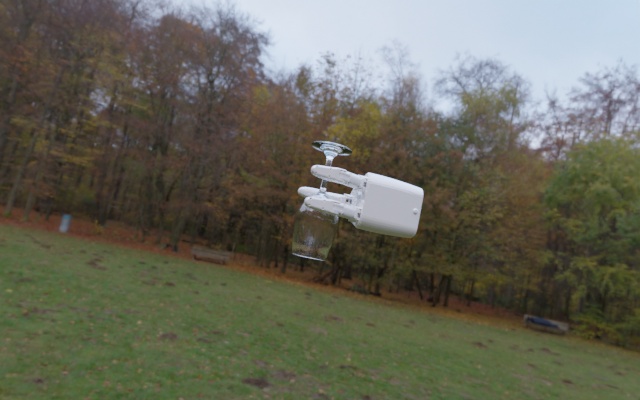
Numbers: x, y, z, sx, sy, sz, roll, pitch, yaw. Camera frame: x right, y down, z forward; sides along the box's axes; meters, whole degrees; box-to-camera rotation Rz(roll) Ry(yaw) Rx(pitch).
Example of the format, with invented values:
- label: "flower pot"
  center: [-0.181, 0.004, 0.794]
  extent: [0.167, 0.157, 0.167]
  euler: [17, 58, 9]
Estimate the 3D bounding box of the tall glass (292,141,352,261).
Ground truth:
- label: "tall glass"
  center: [0.000, 0.002, 0.839]
  extent: [0.079, 0.201, 0.079]
  euler: [12, -7, 2]
